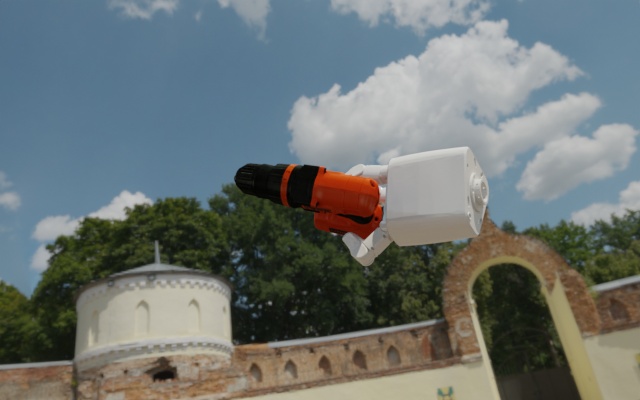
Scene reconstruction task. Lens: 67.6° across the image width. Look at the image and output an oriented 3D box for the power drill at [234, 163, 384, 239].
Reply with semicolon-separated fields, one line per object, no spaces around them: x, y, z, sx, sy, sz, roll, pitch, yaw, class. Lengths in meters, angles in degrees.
0.001;0.002;0.634;0.184;0.057;0.188;11;-9;21;power drill
